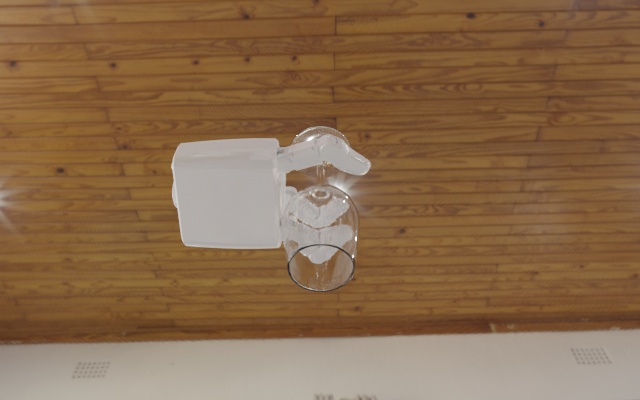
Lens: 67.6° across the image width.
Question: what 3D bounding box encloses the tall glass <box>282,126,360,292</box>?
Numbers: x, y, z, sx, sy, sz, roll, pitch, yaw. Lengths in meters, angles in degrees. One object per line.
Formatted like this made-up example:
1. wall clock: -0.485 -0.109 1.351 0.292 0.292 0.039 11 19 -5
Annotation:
1. tall glass: 0.000 0.001 0.509 0.079 0.079 0.200 0 37 -1
